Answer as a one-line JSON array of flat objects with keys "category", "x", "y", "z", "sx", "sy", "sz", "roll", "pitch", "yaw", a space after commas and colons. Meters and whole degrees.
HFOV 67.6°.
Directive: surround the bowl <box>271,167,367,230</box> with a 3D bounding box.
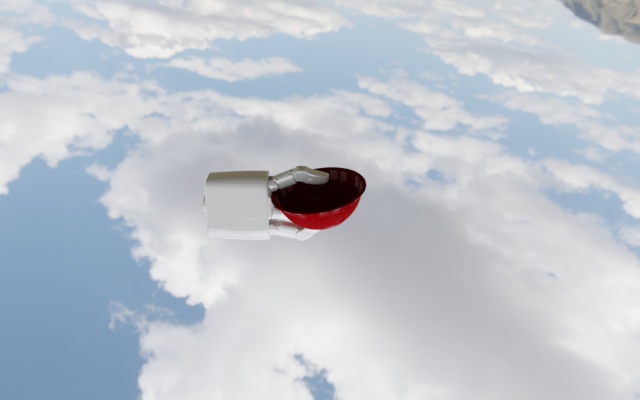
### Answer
[{"category": "bowl", "x": 0.001, "y": 0.003, "z": 0.806, "sx": 0.162, "sy": 0.055, "sz": 0.162, "roll": -8, "pitch": 29, "yaw": 5}]
